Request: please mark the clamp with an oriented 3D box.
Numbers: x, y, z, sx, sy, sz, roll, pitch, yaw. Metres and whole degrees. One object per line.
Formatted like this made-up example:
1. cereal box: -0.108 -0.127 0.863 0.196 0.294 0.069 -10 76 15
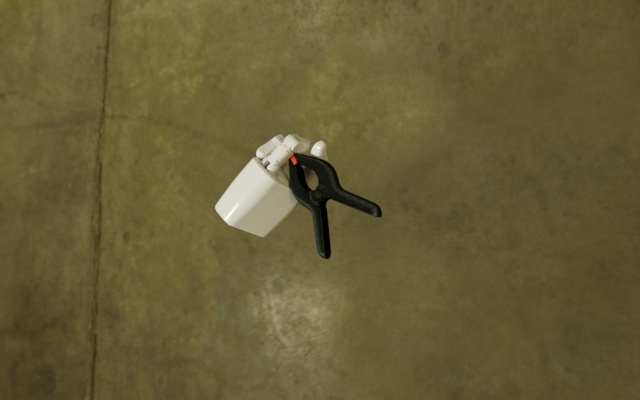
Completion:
1. clamp: 0.000 0.002 0.739 0.171 0.120 0.039 47 12 20
